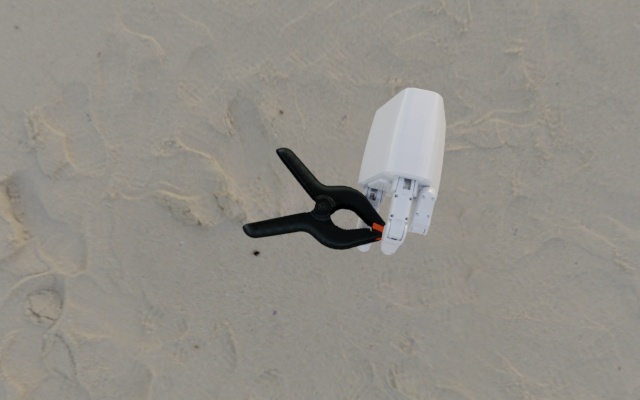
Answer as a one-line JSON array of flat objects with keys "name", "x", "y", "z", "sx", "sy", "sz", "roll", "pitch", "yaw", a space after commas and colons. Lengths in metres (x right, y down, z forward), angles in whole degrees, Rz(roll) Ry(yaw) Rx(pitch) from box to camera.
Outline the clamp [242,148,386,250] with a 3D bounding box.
[{"name": "clamp", "x": 0.000, "y": 0.002, "z": 0.583, "sx": 0.171, "sy": 0.120, "sz": 0.039, "roll": 12, "pitch": -10, "yaw": 3}]
